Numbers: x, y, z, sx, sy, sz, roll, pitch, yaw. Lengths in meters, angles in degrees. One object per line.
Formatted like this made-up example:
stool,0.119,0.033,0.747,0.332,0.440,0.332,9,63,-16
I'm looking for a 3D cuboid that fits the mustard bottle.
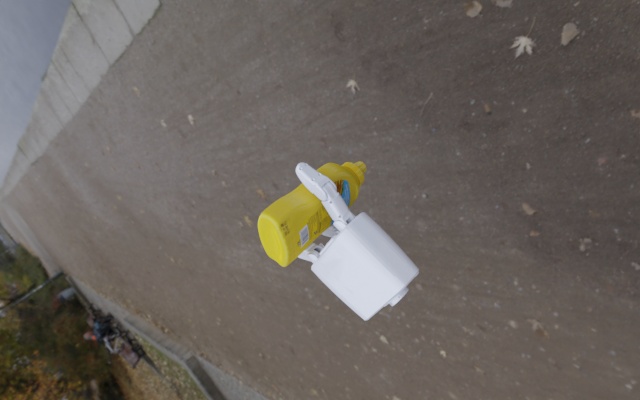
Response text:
mustard bottle,0.000,0.002,0.668,0.058,0.096,0.191,31,55,30
